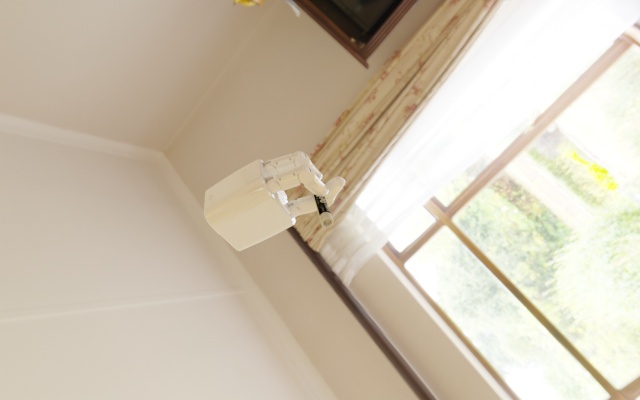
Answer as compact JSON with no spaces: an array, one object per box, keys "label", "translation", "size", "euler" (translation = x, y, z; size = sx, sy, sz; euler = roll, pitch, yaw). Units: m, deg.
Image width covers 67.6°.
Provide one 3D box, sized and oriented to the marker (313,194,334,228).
[{"label":"marker","translation":[0.000,0.002,0.733],"size":[0.020,0.020,0.121],"euler":[0,30,-11]}]
